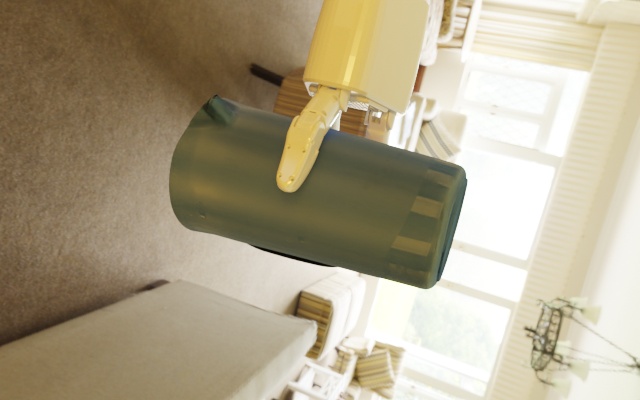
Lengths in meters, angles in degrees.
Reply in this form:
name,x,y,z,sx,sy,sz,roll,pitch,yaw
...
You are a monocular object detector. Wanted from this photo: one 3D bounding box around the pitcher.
name,x,y,z,sx,sy,sz,roll,pitch,yaw
pitcher,0.000,0.001,0.440,0.243,0.145,0.149,16,3,19
